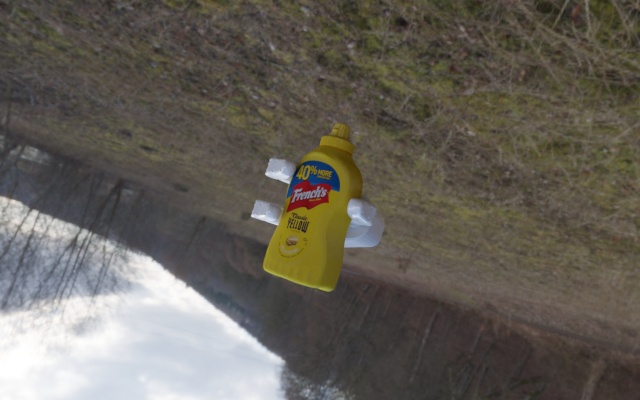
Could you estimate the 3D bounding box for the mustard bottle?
[{"bbox_3d":[0.000,0.002,0.557,0.096,0.191,0.058,10,-10,45],"label":"mustard bottle"}]
